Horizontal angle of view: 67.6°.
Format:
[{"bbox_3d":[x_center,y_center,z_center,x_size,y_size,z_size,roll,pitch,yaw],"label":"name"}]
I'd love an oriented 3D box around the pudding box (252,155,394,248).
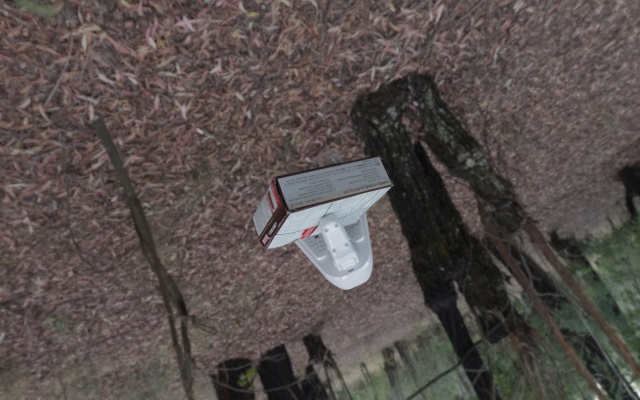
[{"bbox_3d":[0.000,0.002,0.453,0.113,0.039,0.090,-16,-20,-27],"label":"pudding box"}]
